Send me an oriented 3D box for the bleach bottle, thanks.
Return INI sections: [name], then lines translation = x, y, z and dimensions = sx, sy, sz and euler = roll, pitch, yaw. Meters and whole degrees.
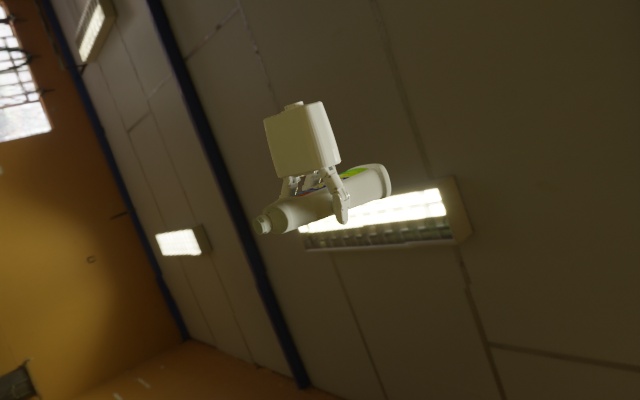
[bleach bottle]
translation = 0.000, 0.003, 0.826
dimensions = 0.251, 0.068, 0.102
euler = -22, 12, -34
